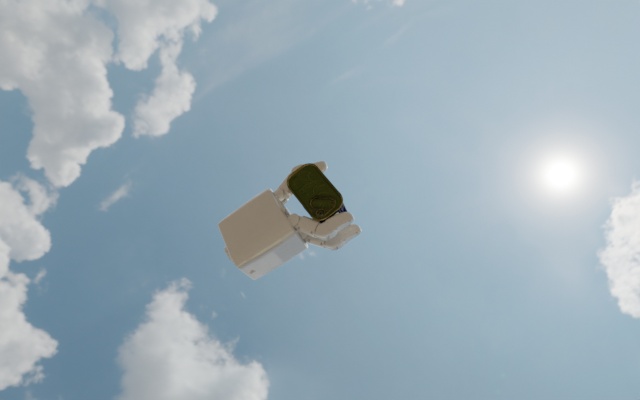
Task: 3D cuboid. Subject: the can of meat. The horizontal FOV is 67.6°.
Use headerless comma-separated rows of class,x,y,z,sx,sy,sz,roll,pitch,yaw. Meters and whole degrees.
can of meat,0.000,0.003,0.771,0.057,0.102,0.084,-37,-29,-4
